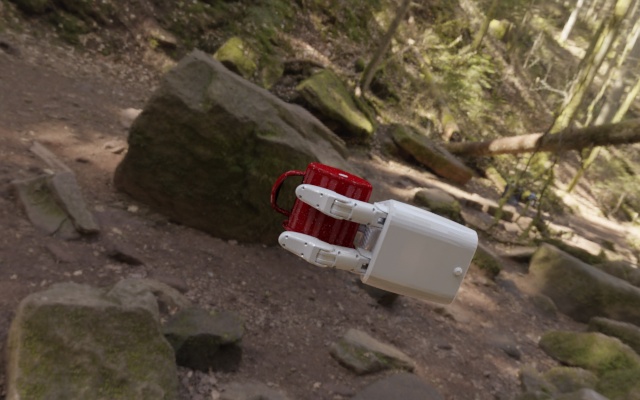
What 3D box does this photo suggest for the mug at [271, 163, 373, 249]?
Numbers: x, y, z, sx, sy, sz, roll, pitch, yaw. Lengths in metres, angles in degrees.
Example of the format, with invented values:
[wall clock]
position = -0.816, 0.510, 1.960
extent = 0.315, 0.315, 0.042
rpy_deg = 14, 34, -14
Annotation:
[mug]
position = -0.001, 0.001, 0.562
extent = 0.117, 0.081, 0.093
rpy_deg = 19, 10, -8
